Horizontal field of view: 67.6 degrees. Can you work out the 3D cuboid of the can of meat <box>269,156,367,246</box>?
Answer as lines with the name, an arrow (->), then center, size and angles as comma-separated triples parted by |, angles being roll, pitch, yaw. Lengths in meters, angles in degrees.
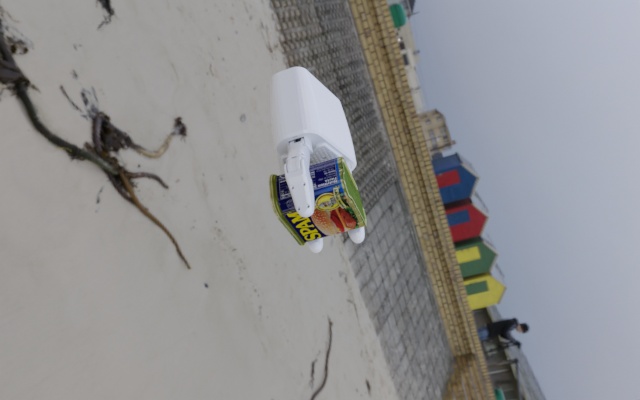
can of meat -> 0.000, 0.002, 0.546 | 0.084, 0.057, 0.102 | -16, -35, 11
